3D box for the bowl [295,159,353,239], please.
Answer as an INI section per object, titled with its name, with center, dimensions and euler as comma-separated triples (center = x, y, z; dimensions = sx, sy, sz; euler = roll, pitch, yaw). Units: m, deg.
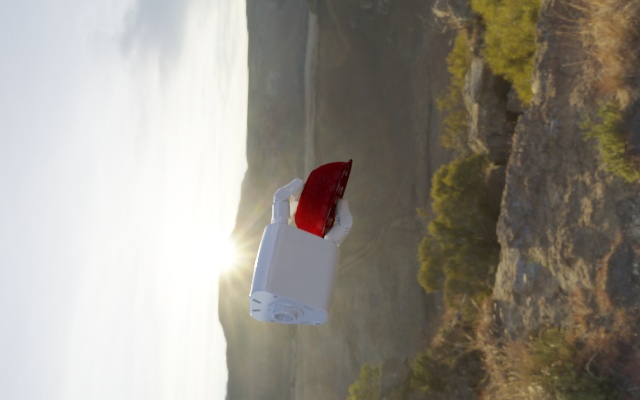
[bowl]
center = 0.000, 0.002, 0.762
dimensions = 0.055, 0.162, 0.162
euler = 19, 2, 7
